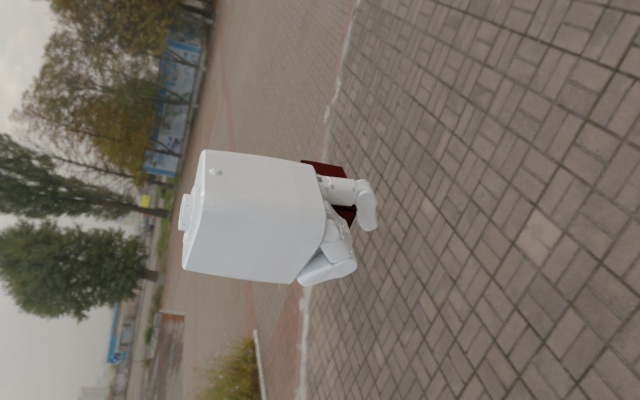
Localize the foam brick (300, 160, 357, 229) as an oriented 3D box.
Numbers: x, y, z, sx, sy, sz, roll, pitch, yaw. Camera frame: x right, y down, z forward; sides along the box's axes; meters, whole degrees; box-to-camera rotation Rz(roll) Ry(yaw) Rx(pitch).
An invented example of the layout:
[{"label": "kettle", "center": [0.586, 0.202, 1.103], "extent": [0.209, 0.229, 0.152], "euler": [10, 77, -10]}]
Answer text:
[{"label": "foam brick", "center": [0.000, 0.002, 0.509], "extent": [0.051, 0.053, 0.078], "euler": [8, 36, -19]}]
